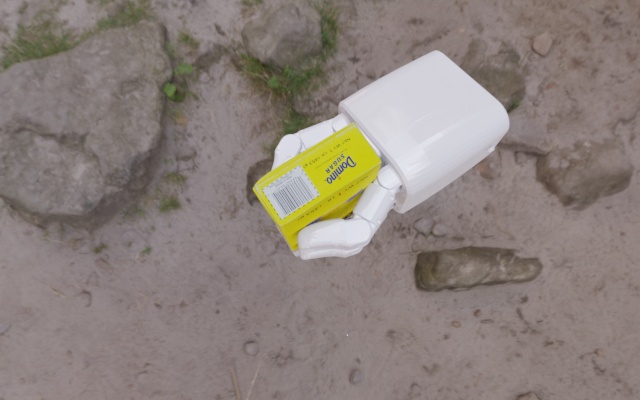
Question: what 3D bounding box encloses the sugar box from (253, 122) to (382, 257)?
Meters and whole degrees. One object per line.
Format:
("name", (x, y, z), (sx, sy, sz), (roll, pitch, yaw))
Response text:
("sugar box", (0.000, 0.002, 0.435), (0.093, 0.048, 0.176), (-32, -15, -6))
